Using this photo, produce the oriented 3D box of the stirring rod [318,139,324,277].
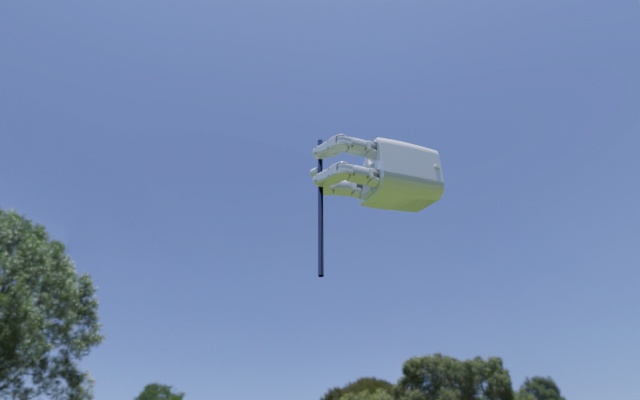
[{"bbox_3d":[0.000,0.002,0.710,0.011,0.239,0.011,0,-34,0],"label":"stirring rod"}]
